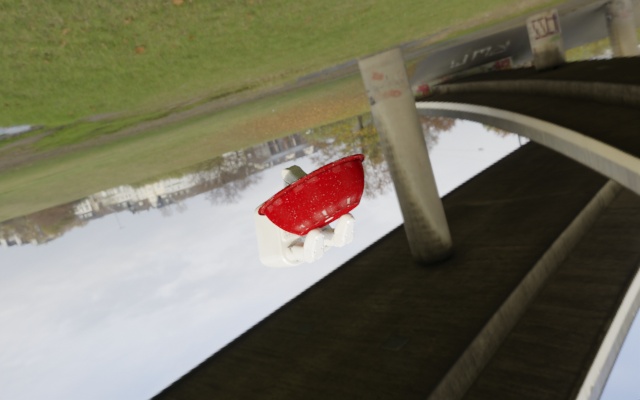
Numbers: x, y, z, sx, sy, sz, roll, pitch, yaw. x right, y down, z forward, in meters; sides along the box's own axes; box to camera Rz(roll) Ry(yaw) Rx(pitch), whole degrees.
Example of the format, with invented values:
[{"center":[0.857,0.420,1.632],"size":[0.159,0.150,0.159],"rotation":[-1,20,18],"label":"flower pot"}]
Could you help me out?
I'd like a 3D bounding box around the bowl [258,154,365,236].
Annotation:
[{"center":[0.001,0.002,0.635],"size":[0.162,0.055,0.162],"rotation":[-28,-8,-4],"label":"bowl"}]
